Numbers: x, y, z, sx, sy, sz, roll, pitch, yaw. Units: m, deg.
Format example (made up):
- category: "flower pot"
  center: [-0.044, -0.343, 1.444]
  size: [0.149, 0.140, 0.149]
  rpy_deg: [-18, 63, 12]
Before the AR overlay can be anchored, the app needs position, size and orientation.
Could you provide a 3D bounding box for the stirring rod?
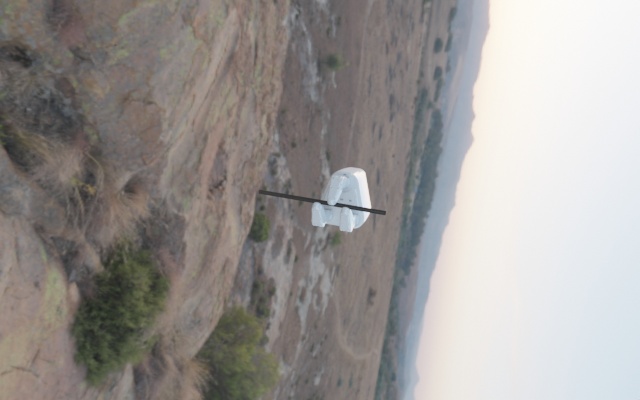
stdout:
- category: "stirring rod"
  center: [0.000, 0.003, 0.873]
  size: [0.239, 0.011, 0.011]
  rpy_deg: [10, 2, 14]
